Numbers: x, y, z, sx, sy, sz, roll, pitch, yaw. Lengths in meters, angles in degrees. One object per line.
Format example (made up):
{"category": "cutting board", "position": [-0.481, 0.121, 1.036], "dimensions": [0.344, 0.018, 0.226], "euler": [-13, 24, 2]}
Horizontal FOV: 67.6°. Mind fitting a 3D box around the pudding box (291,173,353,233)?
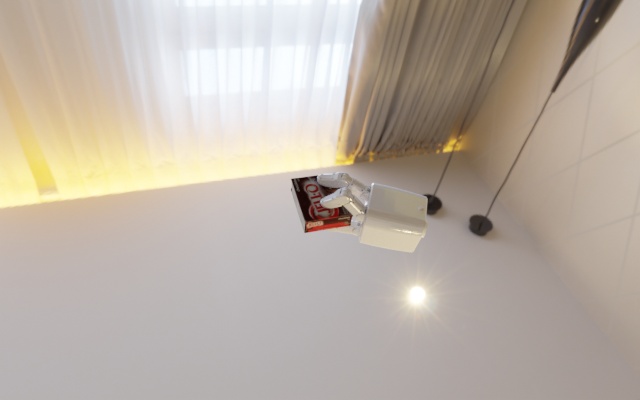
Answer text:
{"category": "pudding box", "position": [0.000, 0.003, 0.884], "dimensions": [0.090, 0.039, 0.113], "euler": [-8, 46, -15]}
